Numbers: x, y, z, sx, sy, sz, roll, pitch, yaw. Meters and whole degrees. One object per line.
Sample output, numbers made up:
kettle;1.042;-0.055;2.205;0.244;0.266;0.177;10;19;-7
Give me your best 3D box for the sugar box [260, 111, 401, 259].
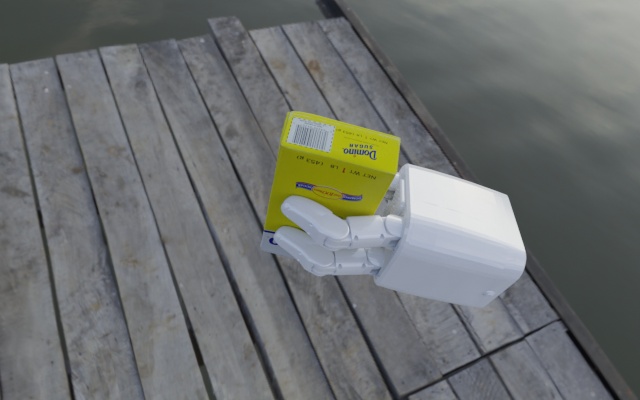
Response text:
sugar box;0.000;0.002;0.435;0.093;0.048;0.176;15;-36;-3
